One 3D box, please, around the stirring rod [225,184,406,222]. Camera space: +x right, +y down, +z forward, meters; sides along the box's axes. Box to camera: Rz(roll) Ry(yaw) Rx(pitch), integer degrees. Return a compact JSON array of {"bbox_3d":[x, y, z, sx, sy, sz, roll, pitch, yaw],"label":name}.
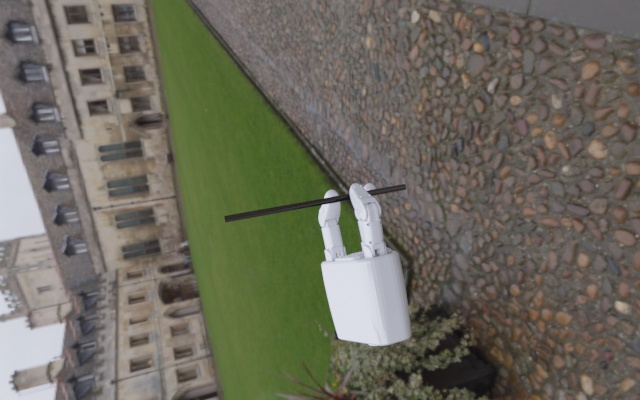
[{"bbox_3d":[0.000,0.002,0.601,0.239,0.011,0.011,-10,3,-18],"label":"stirring rod"}]
